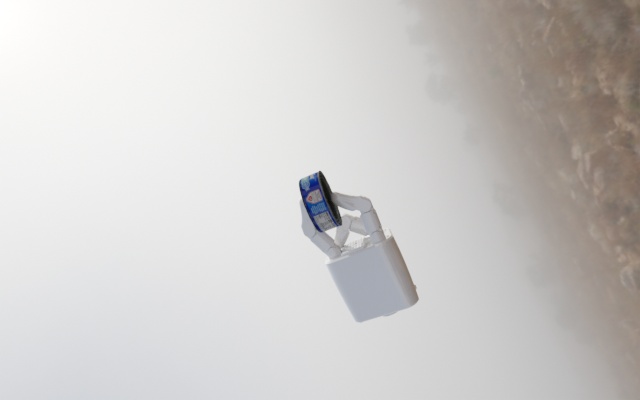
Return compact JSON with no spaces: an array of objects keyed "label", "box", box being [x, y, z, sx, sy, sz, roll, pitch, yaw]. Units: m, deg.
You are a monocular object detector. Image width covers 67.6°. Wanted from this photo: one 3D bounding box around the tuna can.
[{"label":"tuna can","box":[0.000,0.002,0.690,0.034,0.086,0.086,-22,-4,9]}]
